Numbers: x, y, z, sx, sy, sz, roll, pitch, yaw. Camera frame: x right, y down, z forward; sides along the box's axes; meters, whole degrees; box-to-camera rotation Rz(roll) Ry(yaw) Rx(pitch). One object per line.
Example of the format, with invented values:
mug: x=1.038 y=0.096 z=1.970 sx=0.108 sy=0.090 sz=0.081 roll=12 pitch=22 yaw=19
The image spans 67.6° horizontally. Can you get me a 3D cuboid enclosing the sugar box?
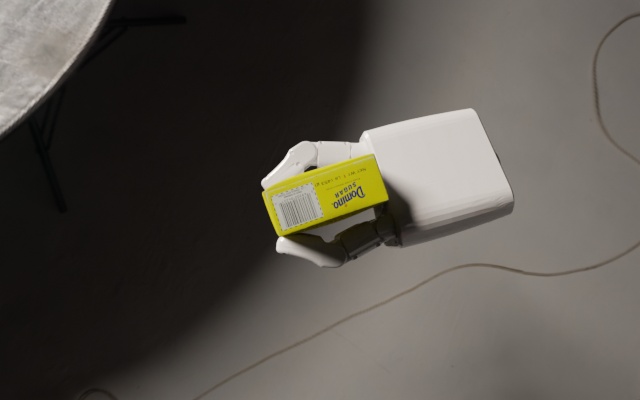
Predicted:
sugar box: x=0.000 y=0.002 z=0.450 sx=0.093 sy=0.048 sz=0.176 roll=-18 pitch=-5 yaw=-3
